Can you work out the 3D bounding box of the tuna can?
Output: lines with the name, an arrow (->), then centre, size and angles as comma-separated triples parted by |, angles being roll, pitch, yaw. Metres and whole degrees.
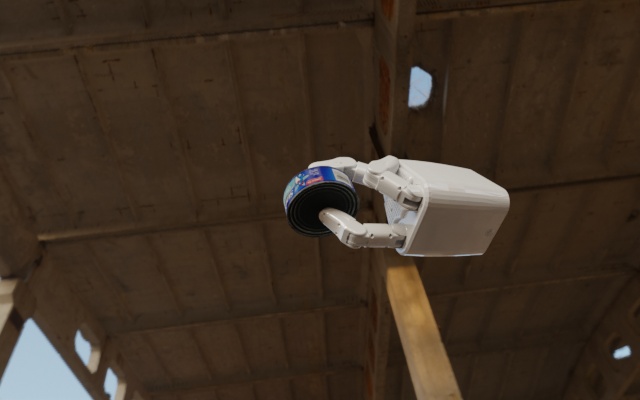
tuna can -> 0.000, 0.001, 0.559 | 0.086, 0.086, 0.033 | 0, 41, -16
